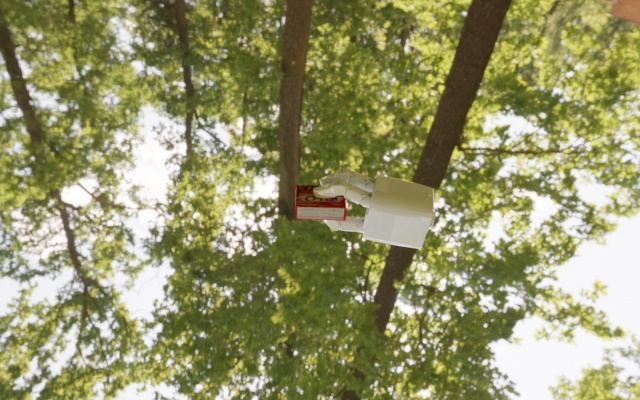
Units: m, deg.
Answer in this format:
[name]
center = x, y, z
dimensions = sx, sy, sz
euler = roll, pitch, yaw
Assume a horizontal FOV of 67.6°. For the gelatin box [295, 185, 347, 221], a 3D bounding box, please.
[gelatin box]
center = 0.000, 0.003, 0.844
dimensions = 0.089, 0.030, 0.073
euler = 1, 32, -3
